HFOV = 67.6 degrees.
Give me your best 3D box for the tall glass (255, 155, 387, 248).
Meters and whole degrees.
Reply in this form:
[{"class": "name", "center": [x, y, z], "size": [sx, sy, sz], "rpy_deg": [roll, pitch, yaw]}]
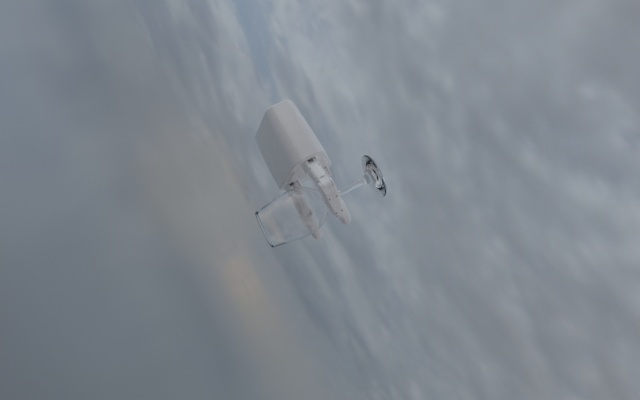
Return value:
[{"class": "tall glass", "center": [0.001, 0.002, 0.754], "size": [0.201, 0.079, 0.079], "rpy_deg": [-26, 6, -13]}]
